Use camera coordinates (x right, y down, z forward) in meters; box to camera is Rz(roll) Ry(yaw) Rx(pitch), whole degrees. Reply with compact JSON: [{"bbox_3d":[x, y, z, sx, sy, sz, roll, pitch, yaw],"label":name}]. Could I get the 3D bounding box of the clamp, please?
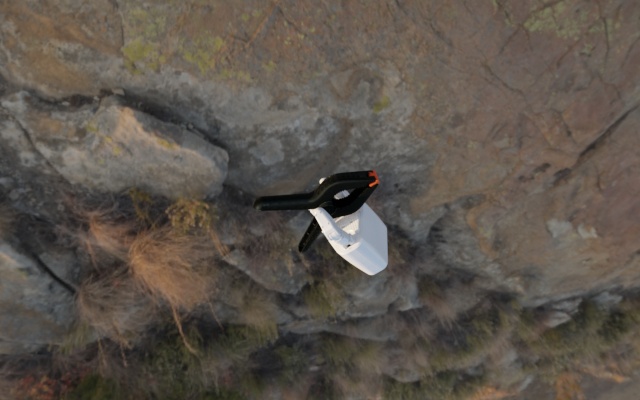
[{"bbox_3d":[0.001,0.003,0.824,0.210,0.036,0.165,-33,-46,17],"label":"clamp"}]
